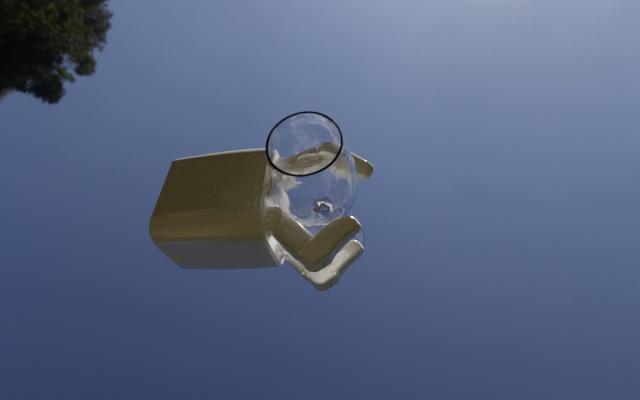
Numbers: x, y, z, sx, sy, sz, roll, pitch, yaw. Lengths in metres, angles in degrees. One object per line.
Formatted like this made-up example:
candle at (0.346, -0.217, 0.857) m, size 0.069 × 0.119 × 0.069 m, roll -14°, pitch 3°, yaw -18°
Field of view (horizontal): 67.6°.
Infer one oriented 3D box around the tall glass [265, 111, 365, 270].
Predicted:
tall glass at (0.000, 0.002, 0.458) m, size 0.079 × 0.079 × 0.201 m, roll 0°, pitch -28°, yaw 8°
